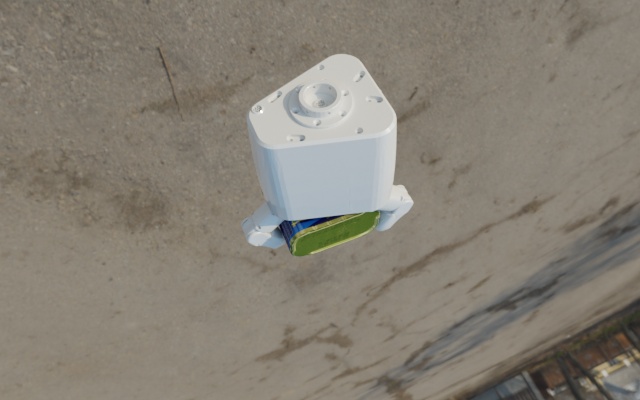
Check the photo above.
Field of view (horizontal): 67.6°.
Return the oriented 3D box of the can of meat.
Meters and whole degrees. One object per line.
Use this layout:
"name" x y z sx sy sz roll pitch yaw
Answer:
"can of meat" 0.000 0.002 0.493 0.102 0.084 0.057 -19 -30 -12
